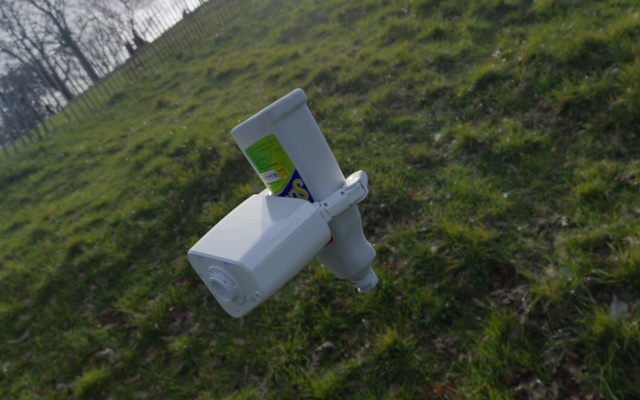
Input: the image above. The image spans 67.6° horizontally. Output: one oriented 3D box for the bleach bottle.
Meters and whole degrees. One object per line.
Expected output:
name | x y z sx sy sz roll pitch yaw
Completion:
bleach bottle | 0.000 0.002 0.564 0.102 0.251 0.068 -16 21 50
